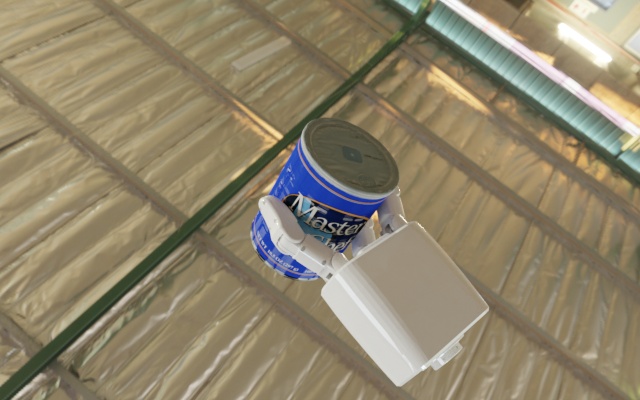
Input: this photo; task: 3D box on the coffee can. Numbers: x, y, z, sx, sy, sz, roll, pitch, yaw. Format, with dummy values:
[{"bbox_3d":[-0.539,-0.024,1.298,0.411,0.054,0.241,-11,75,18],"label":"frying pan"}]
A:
[{"bbox_3d":[0.000,0.001,0.489,0.103,0.102,0.140,0,-41,-35],"label":"coffee can"}]
